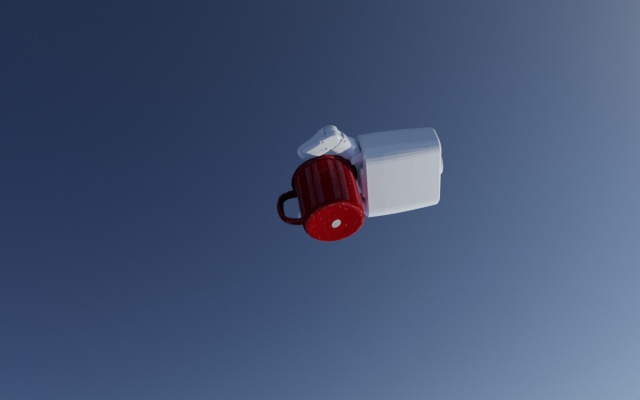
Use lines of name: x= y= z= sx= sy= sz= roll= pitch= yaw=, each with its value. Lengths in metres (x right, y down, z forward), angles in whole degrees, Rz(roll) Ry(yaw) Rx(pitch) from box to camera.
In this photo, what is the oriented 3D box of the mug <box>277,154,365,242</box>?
mug: x=-0.001 y=0.002 z=0.634 sx=0.117 sy=0.081 sz=0.093 roll=-10 pitch=-41 yaw=-2
